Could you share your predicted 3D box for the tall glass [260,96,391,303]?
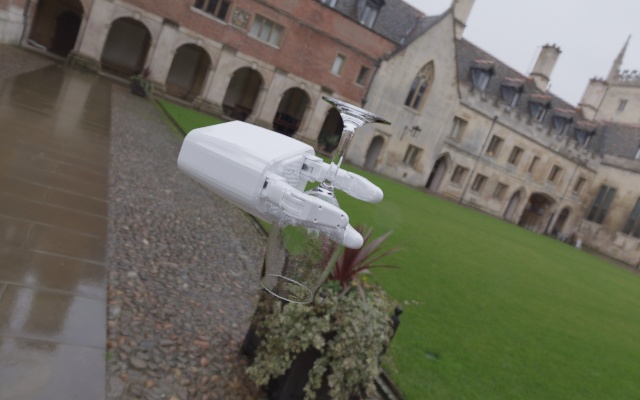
[{"bbox_3d":[0.000,0.001,0.489,0.079,0.201,0.079,21,8,-3],"label":"tall glass"}]
